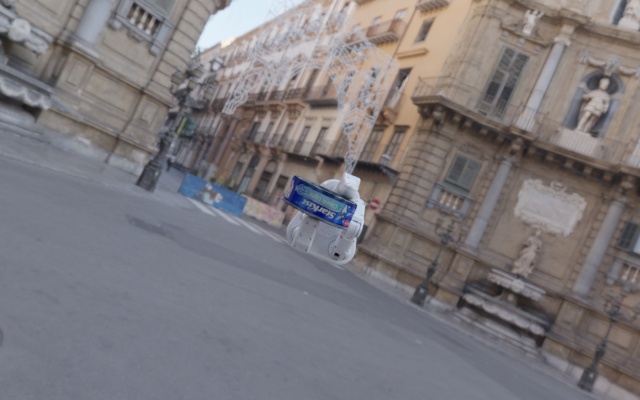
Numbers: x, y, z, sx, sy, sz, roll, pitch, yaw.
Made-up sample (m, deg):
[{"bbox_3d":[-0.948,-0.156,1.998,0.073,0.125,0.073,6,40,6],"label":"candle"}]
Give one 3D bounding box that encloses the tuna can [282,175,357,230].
[{"bbox_3d":[0.000,0.001,0.569,0.086,0.034,0.086,25,4,-2],"label":"tuna can"}]
